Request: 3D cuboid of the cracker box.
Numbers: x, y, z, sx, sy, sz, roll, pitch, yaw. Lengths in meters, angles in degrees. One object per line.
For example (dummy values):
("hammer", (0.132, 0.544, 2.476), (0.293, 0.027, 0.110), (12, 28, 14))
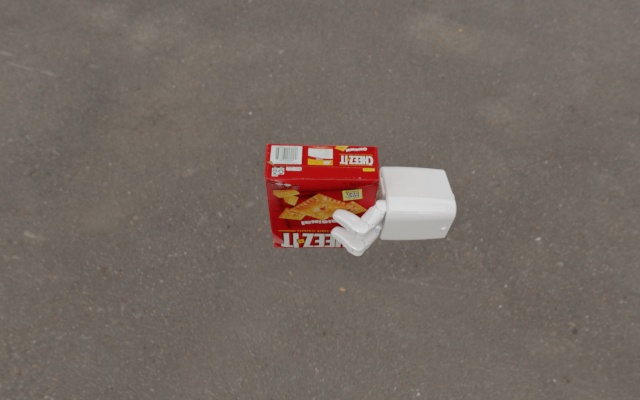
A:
("cracker box", (0.000, 0.002, 0.762), (0.164, 0.072, 0.214), (1, -33, -1))
